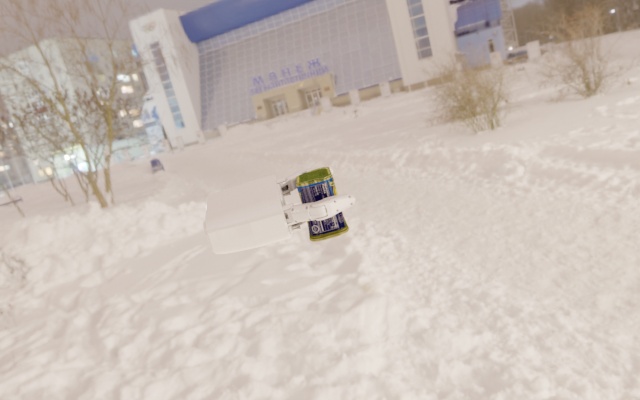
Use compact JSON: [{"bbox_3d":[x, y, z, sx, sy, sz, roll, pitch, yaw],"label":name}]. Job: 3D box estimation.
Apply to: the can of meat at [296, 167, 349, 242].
[{"bbox_3d":[0.000,0.002,0.686,0.057,0.084,0.102,-16,11,0],"label":"can of meat"}]
